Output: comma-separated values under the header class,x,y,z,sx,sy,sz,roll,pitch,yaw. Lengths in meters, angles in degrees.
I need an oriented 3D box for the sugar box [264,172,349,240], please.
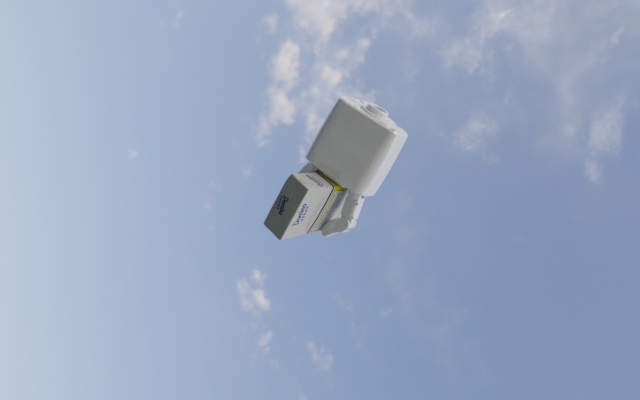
class,x,y,z,sx,sy,sz,roll,pitch,yaw
sugar box,0.000,0.002,0.731,0.048,0.093,0.176,43,26,27
